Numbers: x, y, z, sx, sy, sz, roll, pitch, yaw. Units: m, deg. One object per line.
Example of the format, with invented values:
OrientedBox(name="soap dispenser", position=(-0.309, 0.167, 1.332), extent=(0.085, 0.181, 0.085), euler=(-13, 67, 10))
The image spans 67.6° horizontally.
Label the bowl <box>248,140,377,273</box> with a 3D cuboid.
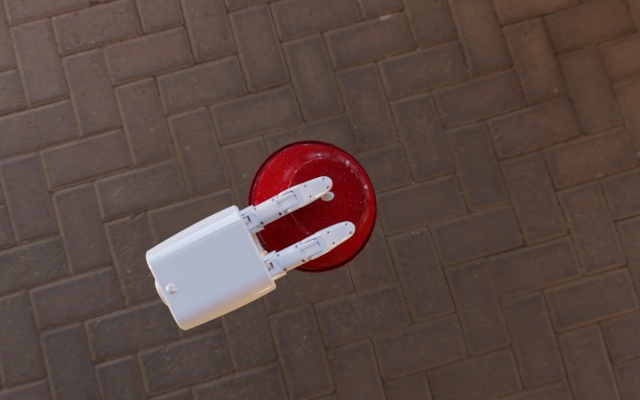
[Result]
OrientedBox(name="bowl", position=(0.001, 0.001, 0.552), extent=(0.162, 0.162, 0.055), euler=(0, -9, -16))
